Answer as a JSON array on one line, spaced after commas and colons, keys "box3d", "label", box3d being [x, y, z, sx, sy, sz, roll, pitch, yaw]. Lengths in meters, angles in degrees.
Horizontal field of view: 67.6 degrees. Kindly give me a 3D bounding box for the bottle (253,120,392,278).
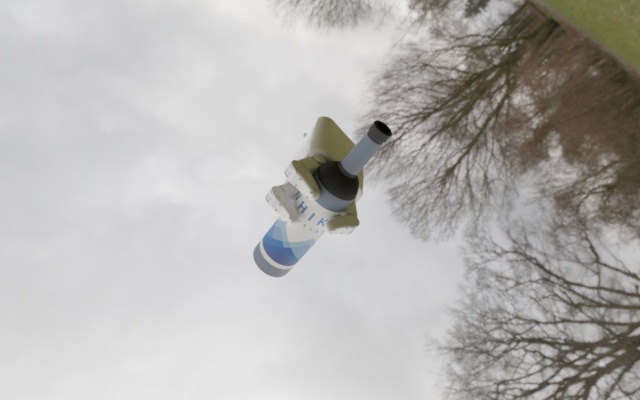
[{"box3d": [0.000, 0.002, 0.675, 0.069, 0.069, 0.296, 0, -39, -43], "label": "bottle"}]
